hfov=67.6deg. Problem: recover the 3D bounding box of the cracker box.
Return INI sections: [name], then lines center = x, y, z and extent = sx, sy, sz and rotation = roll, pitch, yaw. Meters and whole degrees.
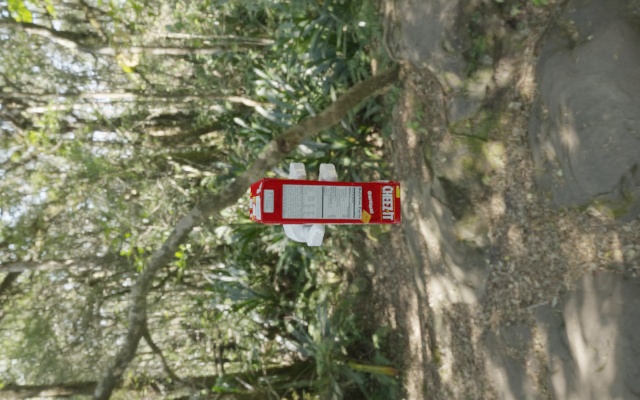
[cracker box]
center = 0.000, 0.003, 0.769
extent = 0.214, 0.072, 0.164
rotation = 1, -1, -14
